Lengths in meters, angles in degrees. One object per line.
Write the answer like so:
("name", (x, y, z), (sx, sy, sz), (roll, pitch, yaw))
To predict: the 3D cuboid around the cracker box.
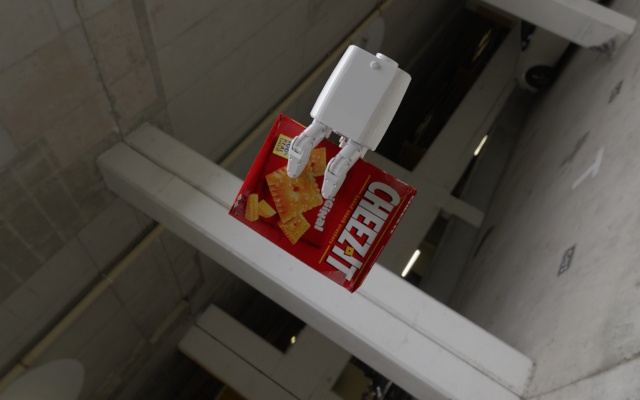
("cracker box", (0.000, 0.002, 0.668), (0.213, 0.164, 0.072), (31, 8, 12))
